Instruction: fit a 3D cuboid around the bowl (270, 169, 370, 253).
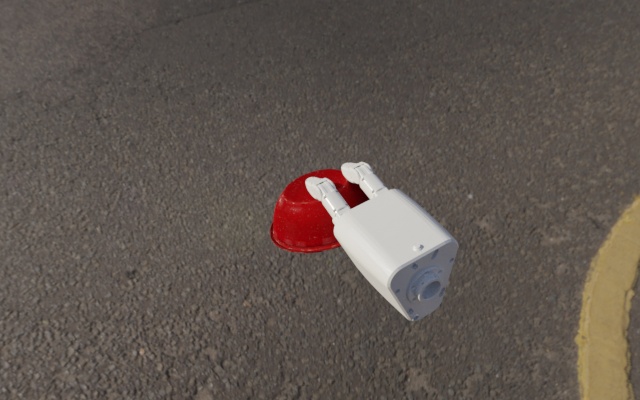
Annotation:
[{"bbox_3d":[-0.001,0.001,0.655,0.162,0.055,0.162,-14,28,7],"label":"bowl"}]
